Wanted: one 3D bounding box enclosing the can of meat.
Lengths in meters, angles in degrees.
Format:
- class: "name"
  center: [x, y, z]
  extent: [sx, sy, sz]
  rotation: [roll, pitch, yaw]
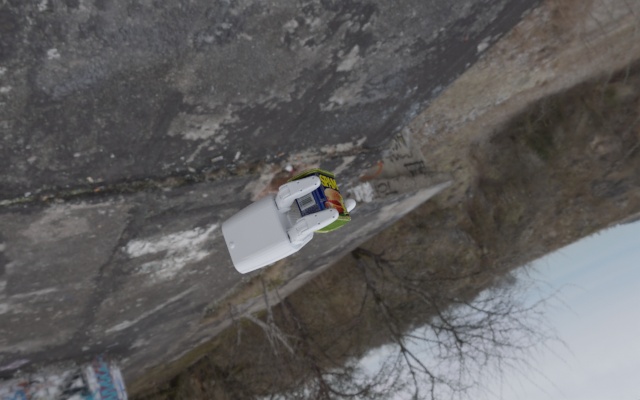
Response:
- class: "can of meat"
  center: [0.000, 0.003, 0.750]
  extent: [0.057, 0.084, 0.102]
  rotation: [-26, -14, 19]
